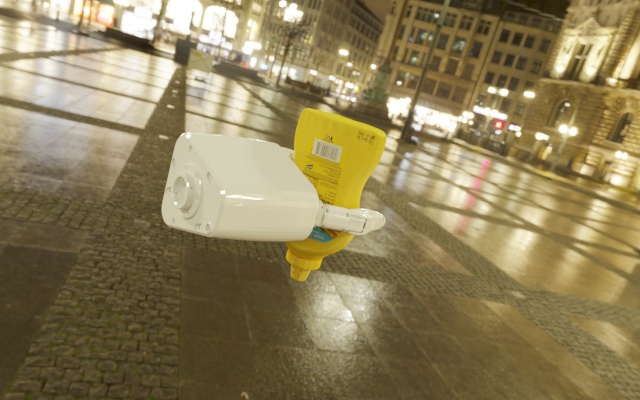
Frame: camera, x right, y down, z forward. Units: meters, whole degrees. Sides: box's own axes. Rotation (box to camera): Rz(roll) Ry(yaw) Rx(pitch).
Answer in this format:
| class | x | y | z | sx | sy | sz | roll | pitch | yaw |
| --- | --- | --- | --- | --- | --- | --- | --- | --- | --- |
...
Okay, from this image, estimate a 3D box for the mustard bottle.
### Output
| class | x | y | z | sx | sy | sz | roll | pitch | yaw |
| --- | --- | --- | --- | --- | --- | --- | --- | --- | --- |
| mustard bottle | 0.000 | 0.001 | 0.533 | 0.096 | 0.192 | 0.058 | 22 | 14 | 20 |
